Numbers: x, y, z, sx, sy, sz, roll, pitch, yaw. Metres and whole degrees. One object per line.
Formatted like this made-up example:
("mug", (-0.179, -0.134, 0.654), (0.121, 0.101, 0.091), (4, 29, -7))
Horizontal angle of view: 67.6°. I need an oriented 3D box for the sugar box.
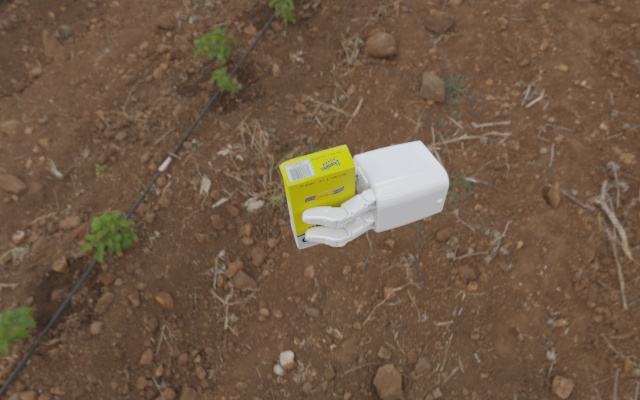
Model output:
("sugar box", (0.000, 0.003, 0.678), (0.093, 0.048, 0.176), (-16, -35, -7))
